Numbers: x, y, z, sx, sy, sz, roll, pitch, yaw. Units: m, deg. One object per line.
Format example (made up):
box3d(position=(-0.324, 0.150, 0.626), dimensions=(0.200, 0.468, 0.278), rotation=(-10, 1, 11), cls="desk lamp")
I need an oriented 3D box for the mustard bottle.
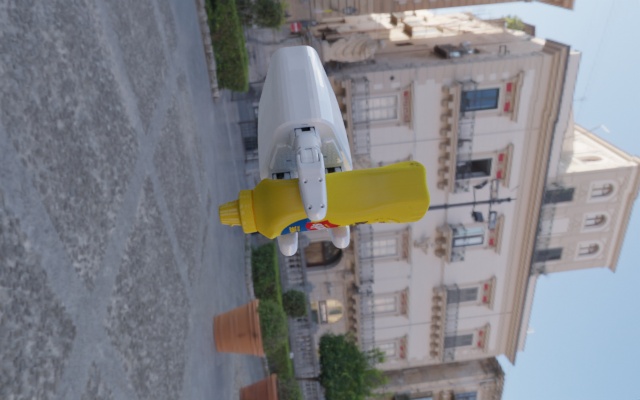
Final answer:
box3d(position=(0.000, 0.002, 0.456), dimensions=(0.191, 0.058, 0.096), rotation=(-6, -6, -3), cls="mustard bottle")
